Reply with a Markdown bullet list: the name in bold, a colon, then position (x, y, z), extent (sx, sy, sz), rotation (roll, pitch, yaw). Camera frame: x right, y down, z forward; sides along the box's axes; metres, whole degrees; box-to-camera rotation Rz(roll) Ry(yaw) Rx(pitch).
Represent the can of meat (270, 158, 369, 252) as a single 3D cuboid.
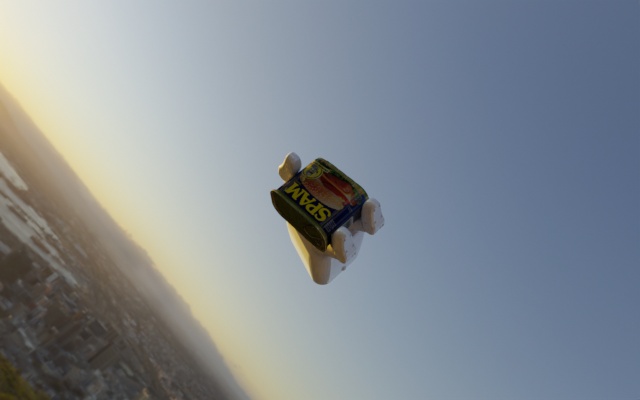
- **can of meat**: position (0.000, 0.002, 0.620), extent (0.102, 0.084, 0.057), rotation (40, -23, 24)
